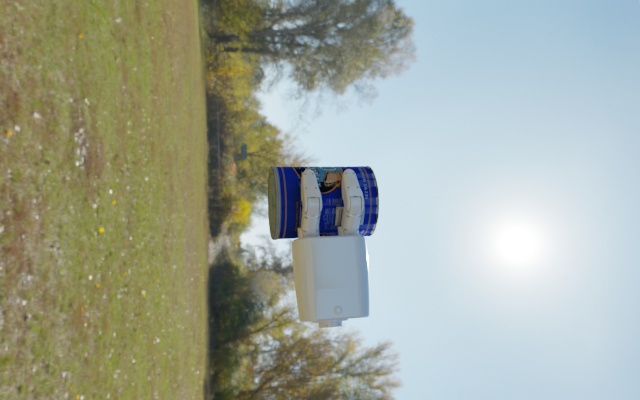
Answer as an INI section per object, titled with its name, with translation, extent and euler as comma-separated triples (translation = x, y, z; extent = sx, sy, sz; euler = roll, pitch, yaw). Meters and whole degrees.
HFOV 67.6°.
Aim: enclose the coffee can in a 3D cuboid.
[coffee can]
translation = 0.000, 0.002, 0.675
extent = 0.140, 0.103, 0.103
euler = -1, 0, -12
